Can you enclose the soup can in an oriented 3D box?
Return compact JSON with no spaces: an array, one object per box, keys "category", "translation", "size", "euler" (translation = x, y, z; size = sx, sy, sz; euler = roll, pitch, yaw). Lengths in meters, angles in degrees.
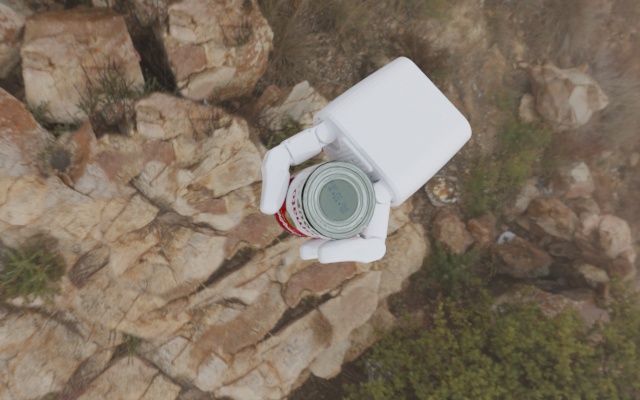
[{"category":"soup can","translation":[0.000,0.002,0.438],"size":[0.068,0.068,0.102],"euler":[0,-2,-19]}]
